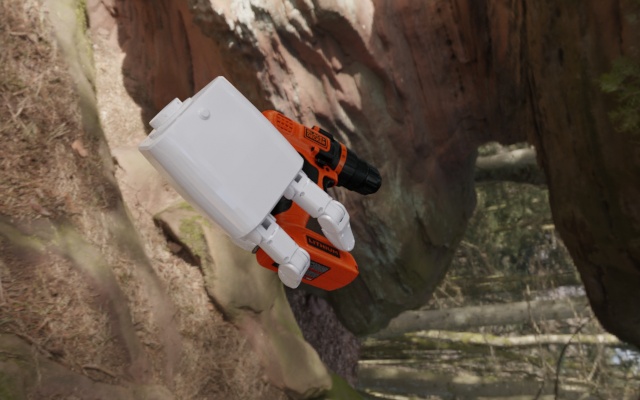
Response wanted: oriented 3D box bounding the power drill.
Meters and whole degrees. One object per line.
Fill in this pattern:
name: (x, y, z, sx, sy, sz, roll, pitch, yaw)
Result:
power drill: (0.000, 0.002, 0.539, 0.184, 0.187, 0.057, 23, -44, -27)
